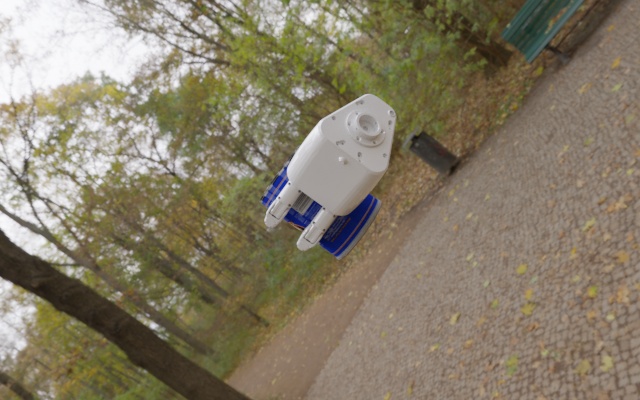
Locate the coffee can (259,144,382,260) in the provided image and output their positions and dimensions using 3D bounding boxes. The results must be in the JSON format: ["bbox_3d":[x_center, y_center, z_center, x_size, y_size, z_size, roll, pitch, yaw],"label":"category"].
[{"bbox_3d":[0.000,0.002,0.676,0.140,0.103,0.103,36,-2,-2],"label":"coffee can"}]
